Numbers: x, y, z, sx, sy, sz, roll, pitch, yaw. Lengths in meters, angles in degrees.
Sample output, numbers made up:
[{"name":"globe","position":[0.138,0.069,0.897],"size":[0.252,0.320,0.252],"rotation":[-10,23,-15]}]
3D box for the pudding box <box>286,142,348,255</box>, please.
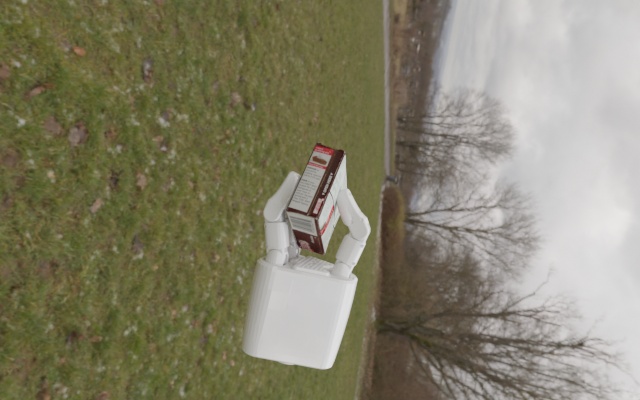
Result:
[{"name":"pudding box","position":[0.000,0.002,0.551],"size":[0.039,0.090,0.113],"rotation":[17,-23,11]}]
